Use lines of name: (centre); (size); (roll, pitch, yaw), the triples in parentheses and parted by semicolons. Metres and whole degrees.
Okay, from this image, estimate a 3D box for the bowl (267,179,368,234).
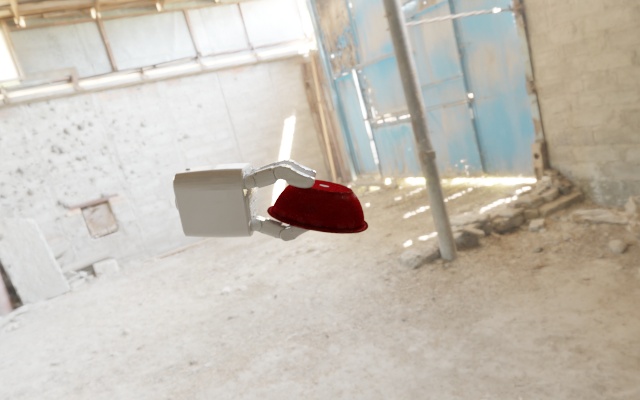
bowl: (0.001, 0.002, 0.746); (0.162, 0.055, 0.162); (9, 11, -2)
